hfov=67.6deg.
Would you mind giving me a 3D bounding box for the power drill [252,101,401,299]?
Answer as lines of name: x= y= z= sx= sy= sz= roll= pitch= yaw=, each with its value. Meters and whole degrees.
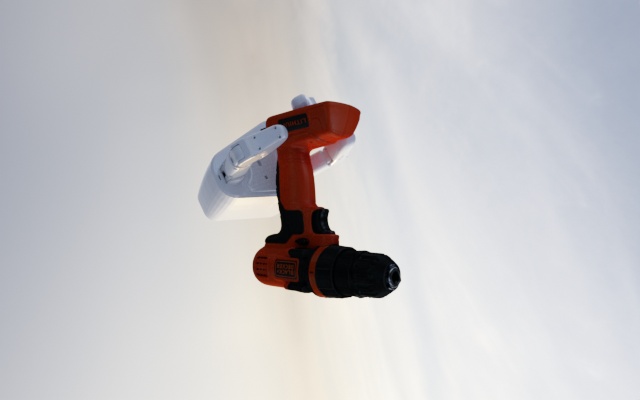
power drill: x=0.000 y=0.001 z=0.475 sx=0.184 sy=0.187 sz=0.057 roll=-3 pitch=-6 yaw=44
